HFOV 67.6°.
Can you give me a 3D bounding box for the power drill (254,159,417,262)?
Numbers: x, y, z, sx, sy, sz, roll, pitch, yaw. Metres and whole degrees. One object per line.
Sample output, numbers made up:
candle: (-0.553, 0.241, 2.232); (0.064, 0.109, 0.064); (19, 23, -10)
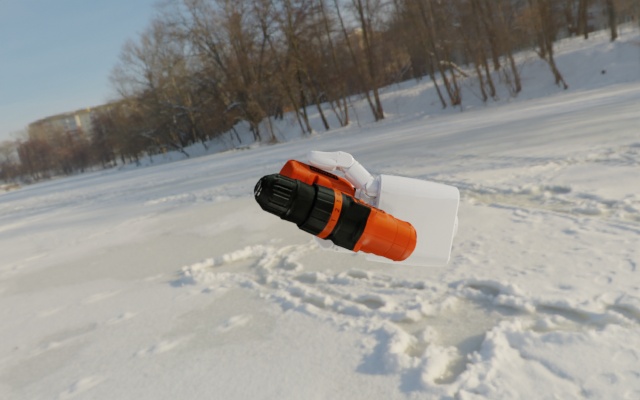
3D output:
power drill: (0.000, 0.002, 0.556); (0.184, 0.057, 0.187); (23, 9, -20)
